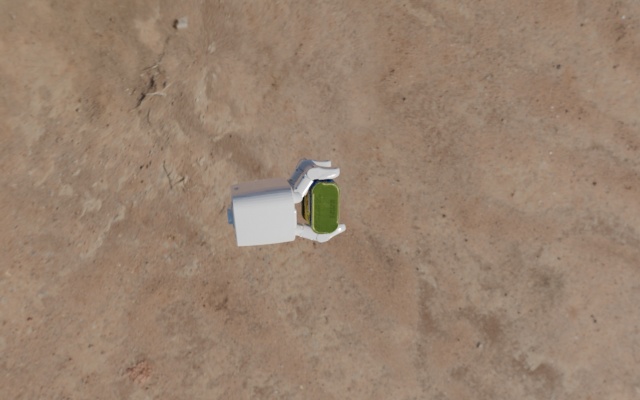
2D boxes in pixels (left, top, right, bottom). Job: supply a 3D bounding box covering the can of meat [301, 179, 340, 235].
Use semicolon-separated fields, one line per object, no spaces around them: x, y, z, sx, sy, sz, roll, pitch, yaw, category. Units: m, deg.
0.000;0.003;0.870;0.057;0.102;0.084;-3;17;-12;can of meat
